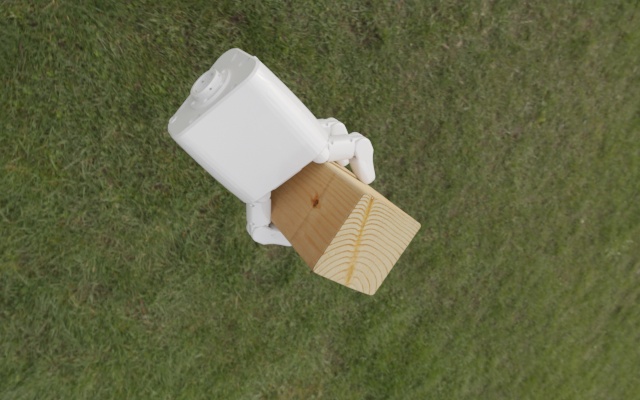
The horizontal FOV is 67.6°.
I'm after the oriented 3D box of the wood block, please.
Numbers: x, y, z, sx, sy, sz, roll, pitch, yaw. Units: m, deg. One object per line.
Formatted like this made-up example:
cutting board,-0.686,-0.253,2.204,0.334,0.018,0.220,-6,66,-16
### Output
wood block,0.000,0.002,0.535,0.090,0.091,0.206,28,10,-37
